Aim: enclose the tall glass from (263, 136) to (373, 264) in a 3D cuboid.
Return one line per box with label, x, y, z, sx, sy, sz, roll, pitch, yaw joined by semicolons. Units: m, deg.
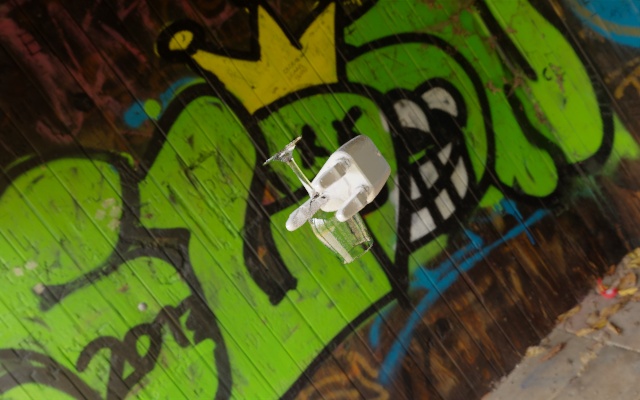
tall glass;0.000;0.002;0.744;0.079;0.201;0.079;-36;6;5
